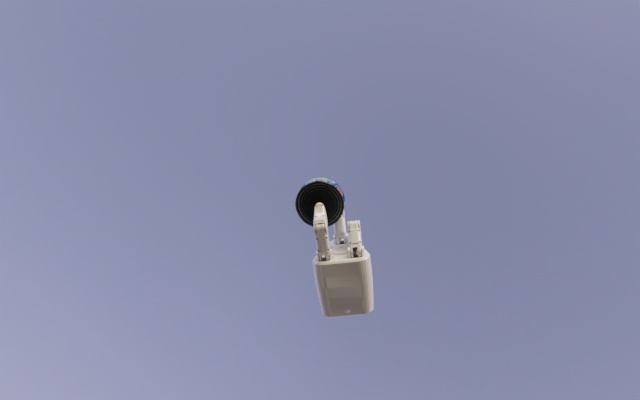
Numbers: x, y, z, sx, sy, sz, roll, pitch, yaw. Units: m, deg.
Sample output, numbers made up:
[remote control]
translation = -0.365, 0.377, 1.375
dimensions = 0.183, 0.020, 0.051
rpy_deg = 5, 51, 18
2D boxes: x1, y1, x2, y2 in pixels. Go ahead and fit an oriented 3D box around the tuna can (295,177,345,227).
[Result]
[tuna can]
translation = 0.000, 0.003, 0.844
dimensions = 0.086, 0.086, 0.033
rpy_deg = 0, 19, 6
